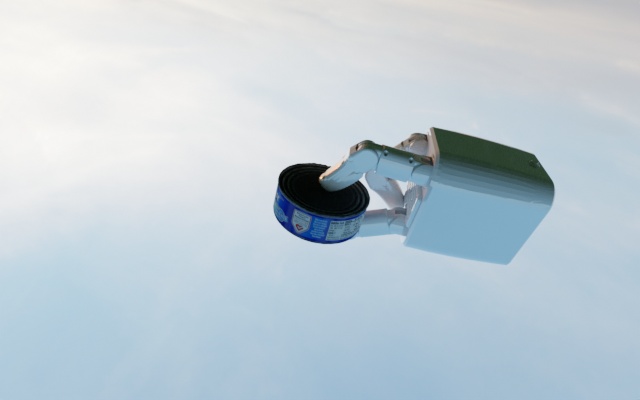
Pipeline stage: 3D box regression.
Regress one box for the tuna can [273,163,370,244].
[{"bbox_3d":[0.000,0.002,0.440,0.086,0.034,0.086,11,33,-7],"label":"tuna can"}]
